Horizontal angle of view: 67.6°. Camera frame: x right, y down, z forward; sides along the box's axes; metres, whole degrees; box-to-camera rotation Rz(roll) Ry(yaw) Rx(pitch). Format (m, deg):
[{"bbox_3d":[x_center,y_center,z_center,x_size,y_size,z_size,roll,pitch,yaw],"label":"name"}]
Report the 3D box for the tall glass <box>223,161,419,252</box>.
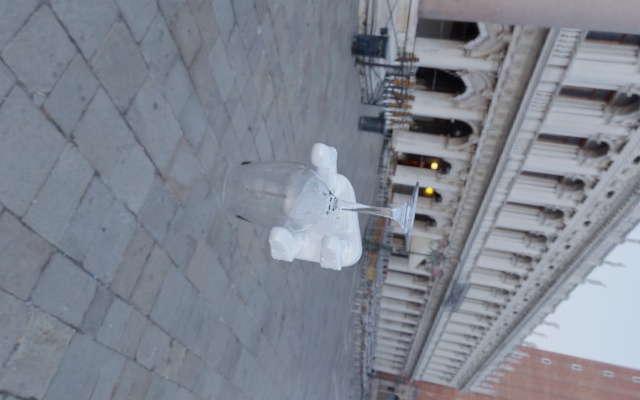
[{"bbox_3d":[0.001,0.002,0.516,0.201,0.079,0.079,9,2,10],"label":"tall glass"}]
